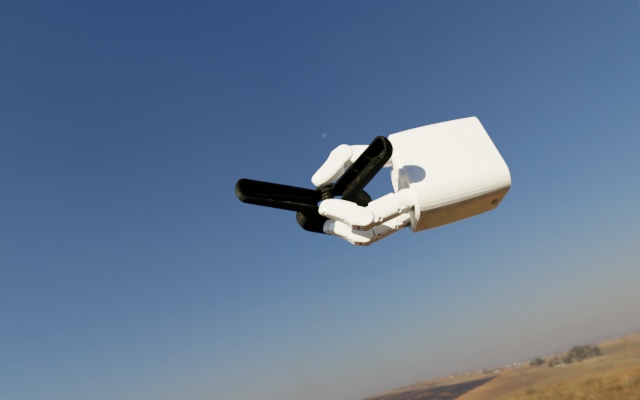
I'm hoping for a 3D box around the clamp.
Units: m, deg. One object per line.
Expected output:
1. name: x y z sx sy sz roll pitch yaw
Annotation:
1. clamp: 0.000 0.001 0.558 0.164 0.036 0.210 -13 -24 0
